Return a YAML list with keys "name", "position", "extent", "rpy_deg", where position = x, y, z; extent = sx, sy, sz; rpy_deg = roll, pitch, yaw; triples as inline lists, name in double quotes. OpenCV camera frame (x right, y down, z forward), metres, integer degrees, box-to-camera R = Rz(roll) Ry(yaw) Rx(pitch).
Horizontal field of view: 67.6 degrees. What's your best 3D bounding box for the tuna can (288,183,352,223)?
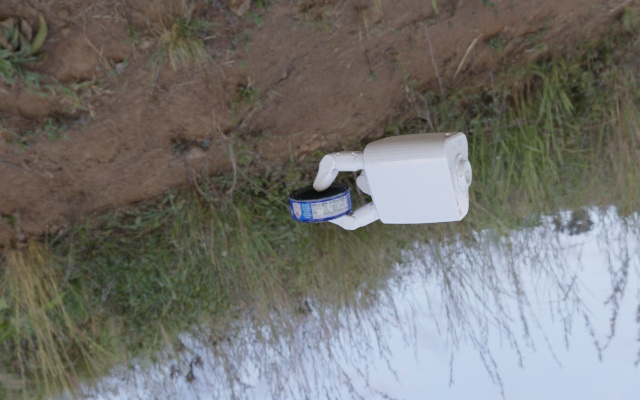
- name: "tuna can"
  position: [0.000, 0.003, 0.665]
  extent: [0.086, 0.034, 0.086]
  rpy_deg: [-8, 15, 2]
